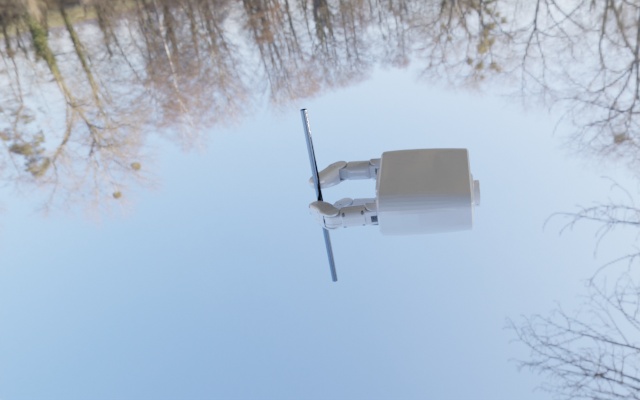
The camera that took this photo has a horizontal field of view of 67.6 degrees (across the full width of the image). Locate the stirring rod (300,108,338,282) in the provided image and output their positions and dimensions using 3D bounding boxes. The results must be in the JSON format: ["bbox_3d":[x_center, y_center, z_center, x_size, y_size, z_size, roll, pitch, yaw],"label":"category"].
[{"bbox_3d":[0.000,0.002,0.603,0.011,0.240,0.011,-9,25,4],"label":"stirring rod"}]
